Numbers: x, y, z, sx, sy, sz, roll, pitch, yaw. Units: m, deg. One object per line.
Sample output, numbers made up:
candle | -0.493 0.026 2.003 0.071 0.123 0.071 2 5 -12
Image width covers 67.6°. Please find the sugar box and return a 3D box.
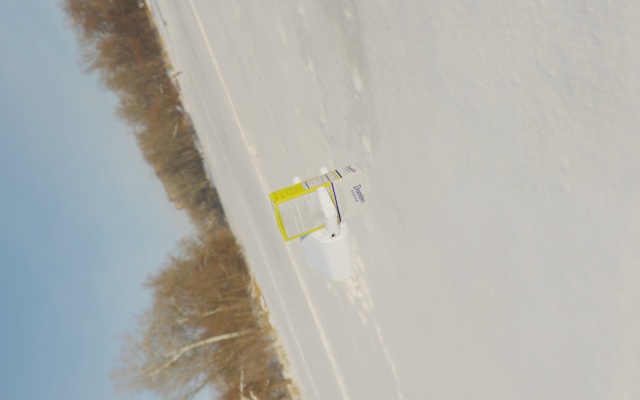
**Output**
sugar box | 0.000 0.003 0.892 0.176 0.093 0.048 -21 34 -12
